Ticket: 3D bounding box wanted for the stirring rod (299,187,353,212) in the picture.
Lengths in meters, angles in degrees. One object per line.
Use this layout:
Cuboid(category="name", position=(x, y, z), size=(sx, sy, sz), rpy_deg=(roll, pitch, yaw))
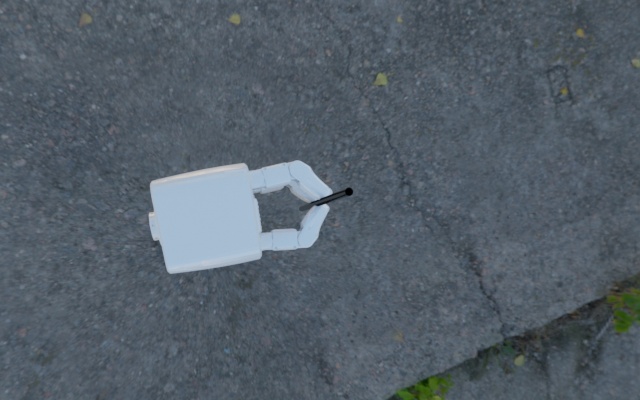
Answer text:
Cuboid(category="stirring rod", position=(0.000, 0.002, 0.560), size=(0.011, 0.011, 0.239), rpy_deg=(0, -5, -13))
